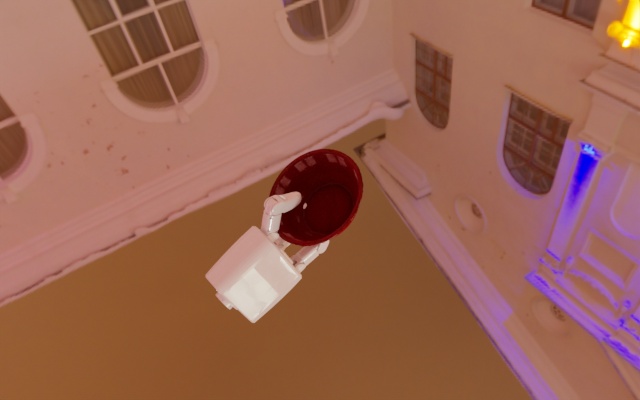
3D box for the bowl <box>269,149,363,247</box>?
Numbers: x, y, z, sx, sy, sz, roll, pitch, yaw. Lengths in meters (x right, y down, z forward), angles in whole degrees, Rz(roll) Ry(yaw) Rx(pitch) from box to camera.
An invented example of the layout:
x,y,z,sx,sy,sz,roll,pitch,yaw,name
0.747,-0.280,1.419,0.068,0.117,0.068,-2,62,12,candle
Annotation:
x,y,z,sx,sy,sz,roll,pitch,yaw,name
0.001,0.002,0.743,0.162,0.162,0.055,0,-23,29,bowl
